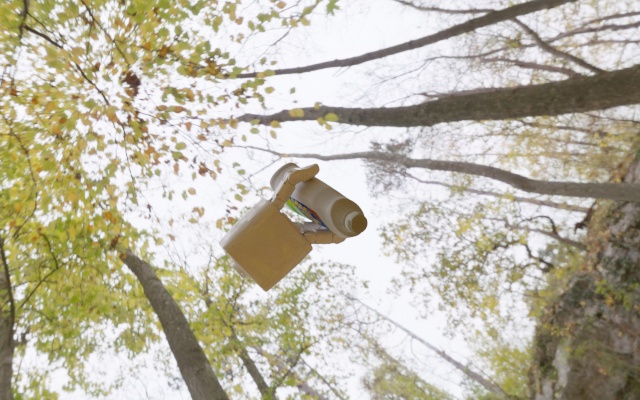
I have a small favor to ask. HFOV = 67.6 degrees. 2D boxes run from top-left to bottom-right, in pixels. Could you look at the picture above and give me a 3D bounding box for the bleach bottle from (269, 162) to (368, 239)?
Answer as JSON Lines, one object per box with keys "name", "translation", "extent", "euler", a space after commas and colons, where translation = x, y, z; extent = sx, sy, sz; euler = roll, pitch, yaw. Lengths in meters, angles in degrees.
{"name": "bleach bottle", "translation": [0.000, 0.003, 0.791], "extent": [0.068, 0.103, 0.250], "euler": [-44, 25, -10]}
